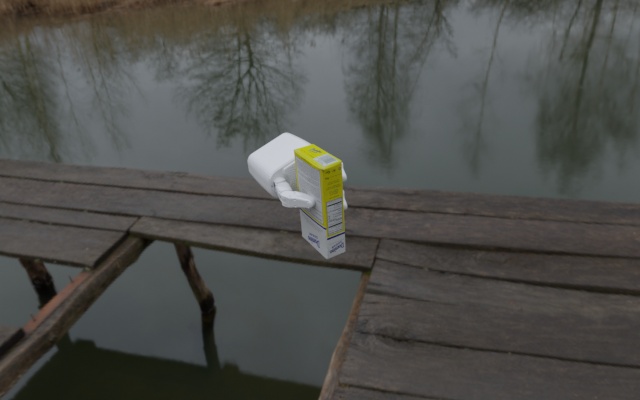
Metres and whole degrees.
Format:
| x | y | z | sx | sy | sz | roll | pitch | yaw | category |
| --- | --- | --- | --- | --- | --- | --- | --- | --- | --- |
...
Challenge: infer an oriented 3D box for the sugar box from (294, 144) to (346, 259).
| x | y | z | sx | sy | sz | roll | pitch | yaw | category |
| --- | --- | --- | --- | --- | --- | --- | --- | --- | --- |
| 0.001 | 0.002 | 0.815 | 0.048 | 0.176 | 0.093 | -22 | 35 | -24 | sugar box |
